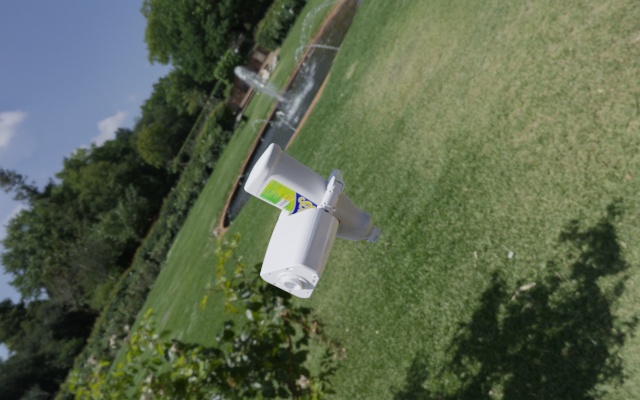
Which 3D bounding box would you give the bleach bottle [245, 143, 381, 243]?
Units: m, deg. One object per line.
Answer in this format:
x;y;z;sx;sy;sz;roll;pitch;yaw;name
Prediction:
0.000;0.003;0.829;0.251;0.068;0.103;29;-36;-15;bleach bottle
